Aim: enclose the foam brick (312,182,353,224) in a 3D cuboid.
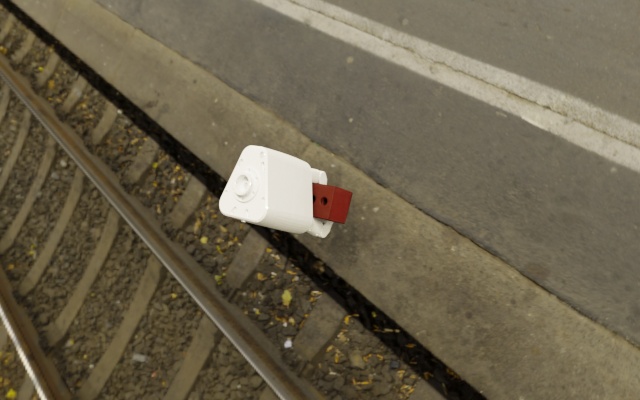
[{"bbox_3d":[0.000,0.002,0.745,0.078,0.053,0.051,10,-4,34],"label":"foam brick"}]
